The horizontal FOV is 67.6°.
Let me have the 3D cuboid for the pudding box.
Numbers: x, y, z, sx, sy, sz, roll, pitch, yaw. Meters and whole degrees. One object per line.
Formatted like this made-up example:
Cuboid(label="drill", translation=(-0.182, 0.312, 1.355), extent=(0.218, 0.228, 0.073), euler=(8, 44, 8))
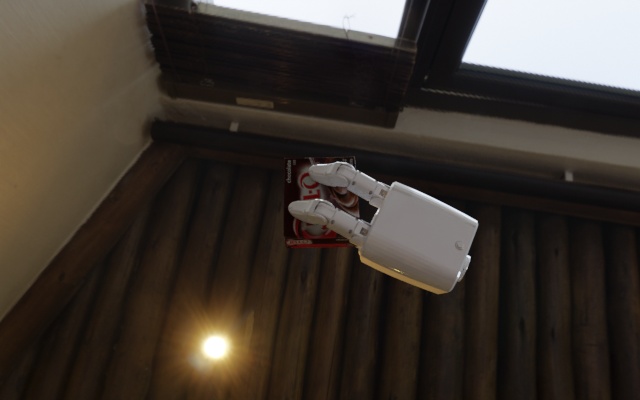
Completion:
Cuboid(label="pudding box", translation=(0.000, 0.002, 0.589), extent=(0.090, 0.113, 0.039), euler=(-1, -29, -1))
